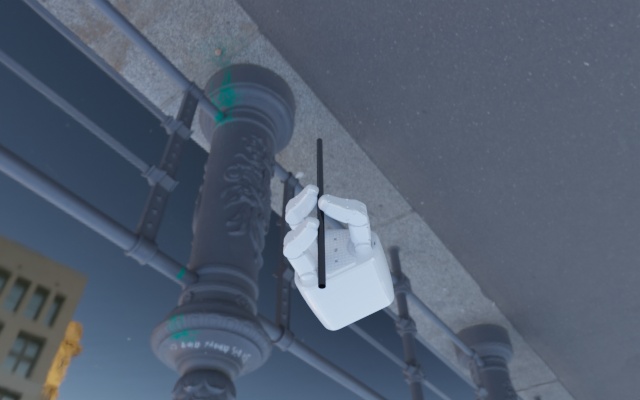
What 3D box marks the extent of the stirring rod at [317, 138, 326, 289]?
[{"bbox_3d":[0.000,0.002,0.553,0.011,0.011,0.239,0,43,-1],"label":"stirring rod"}]
